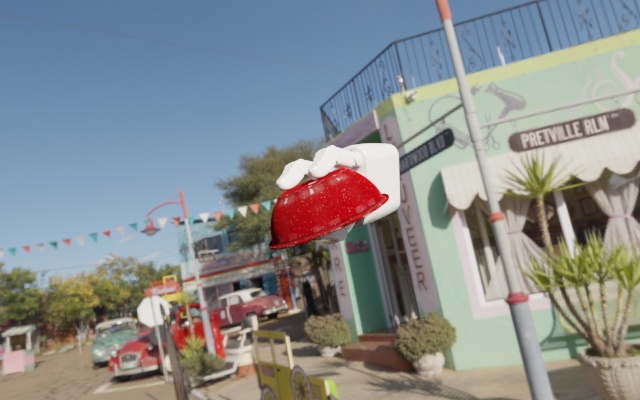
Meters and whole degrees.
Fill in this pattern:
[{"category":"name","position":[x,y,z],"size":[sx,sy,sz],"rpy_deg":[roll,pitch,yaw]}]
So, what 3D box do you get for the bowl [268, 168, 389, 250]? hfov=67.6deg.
[{"category":"bowl","position":[0.000,0.002,0.587],"size":[0.162,0.055,0.162],"rpy_deg":[-23,7,3]}]
